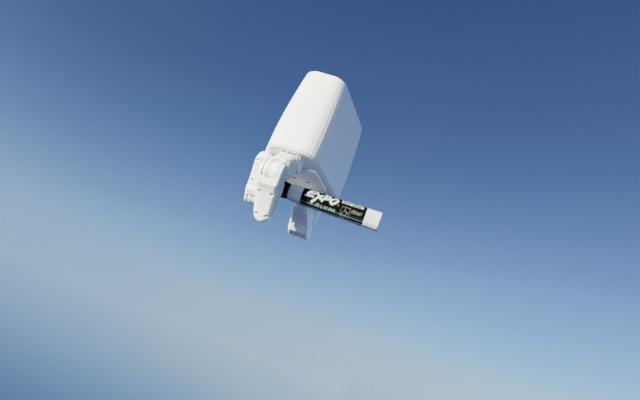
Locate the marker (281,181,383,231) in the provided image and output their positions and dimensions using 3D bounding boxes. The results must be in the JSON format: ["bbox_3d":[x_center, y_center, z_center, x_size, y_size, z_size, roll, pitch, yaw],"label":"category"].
[{"bbox_3d":[0.000,0.002,0.462,0.121,0.020,0.020,19,3,9],"label":"marker"}]
